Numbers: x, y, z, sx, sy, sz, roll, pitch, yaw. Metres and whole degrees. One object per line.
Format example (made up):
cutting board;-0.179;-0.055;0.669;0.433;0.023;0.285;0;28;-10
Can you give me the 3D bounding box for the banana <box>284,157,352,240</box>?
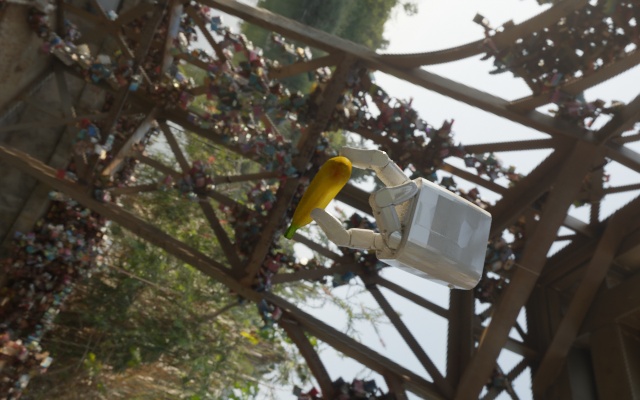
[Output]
banana;0.004;-0.011;0.626;0.037;0.069;0.198;25;-35;-8
